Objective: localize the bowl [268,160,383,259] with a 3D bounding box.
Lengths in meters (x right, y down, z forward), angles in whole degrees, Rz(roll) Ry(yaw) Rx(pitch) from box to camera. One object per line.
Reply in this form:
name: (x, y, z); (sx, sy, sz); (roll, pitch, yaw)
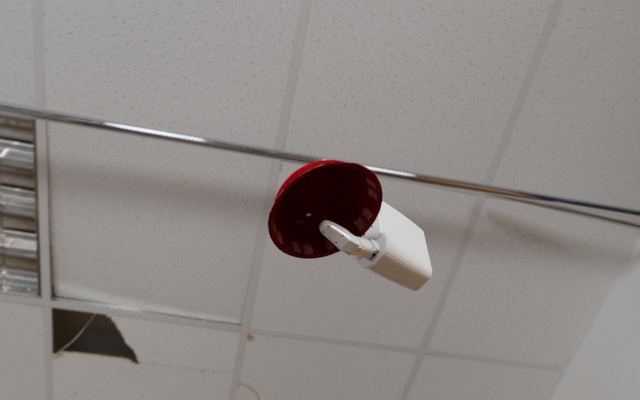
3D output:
bowl: (-0.001, 0.001, 0.644); (0.162, 0.162, 0.055); (0, 37, -27)
